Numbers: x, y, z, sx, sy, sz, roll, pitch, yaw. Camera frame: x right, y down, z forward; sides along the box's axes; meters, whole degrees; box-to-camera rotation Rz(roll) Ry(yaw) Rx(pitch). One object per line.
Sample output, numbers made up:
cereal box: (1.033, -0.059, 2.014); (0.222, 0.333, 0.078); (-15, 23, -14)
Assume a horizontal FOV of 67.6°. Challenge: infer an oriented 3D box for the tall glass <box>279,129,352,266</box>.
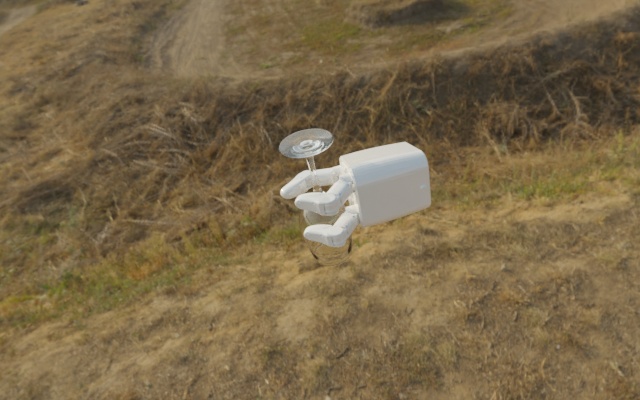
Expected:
tall glass: (0.000, 0.002, 0.690); (0.079, 0.201, 0.079); (-9, 35, 6)
